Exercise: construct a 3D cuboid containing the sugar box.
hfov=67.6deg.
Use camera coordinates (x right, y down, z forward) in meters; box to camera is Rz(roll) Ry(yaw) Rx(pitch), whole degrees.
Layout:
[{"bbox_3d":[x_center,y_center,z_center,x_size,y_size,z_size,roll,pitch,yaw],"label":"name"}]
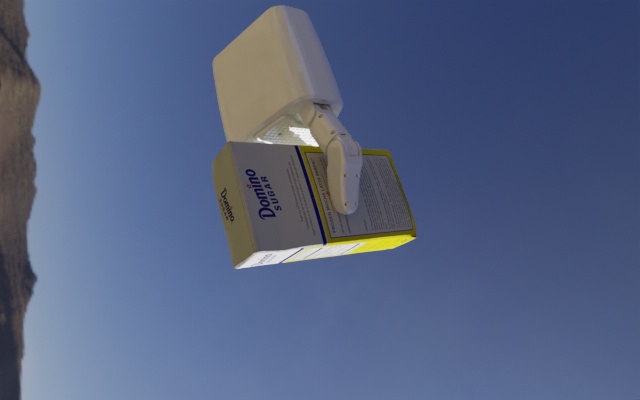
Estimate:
[{"bbox_3d":[0.000,0.001,0.414,0.176,0.093,0.048,-2,-23,-36],"label":"sugar box"}]
